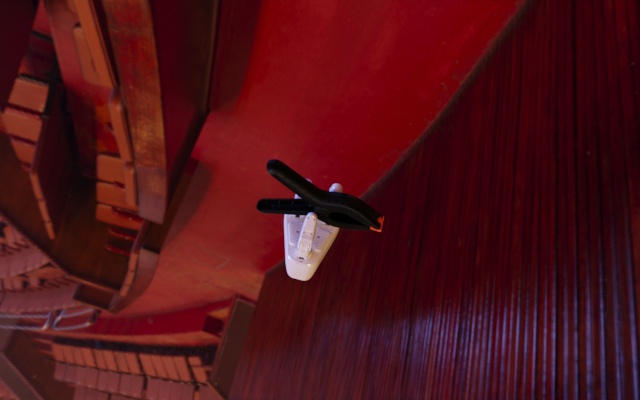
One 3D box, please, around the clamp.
[{"bbox_3d":[0.000,0.003,0.746,0.210,0.036,0.165,15,-25,1],"label":"clamp"}]
